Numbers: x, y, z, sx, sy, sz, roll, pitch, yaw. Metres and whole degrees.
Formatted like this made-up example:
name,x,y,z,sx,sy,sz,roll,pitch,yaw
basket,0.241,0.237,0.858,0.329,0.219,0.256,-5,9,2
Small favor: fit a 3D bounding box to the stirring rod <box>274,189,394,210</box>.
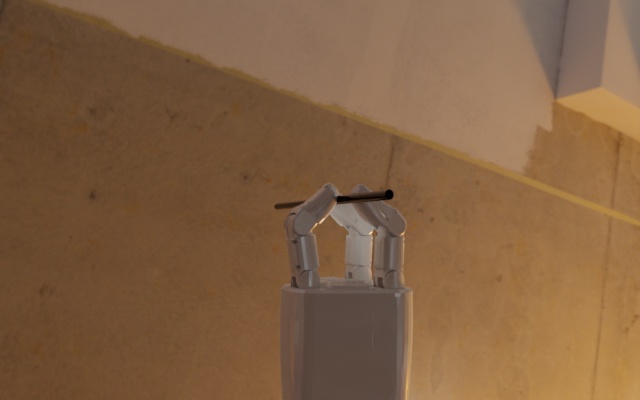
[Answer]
name,x,y,z,sx,sy,sz,roll,pitch,yaw
stirring rod,0.000,0.002,0.472,0.011,0.011,0.239,0,-3,-26
